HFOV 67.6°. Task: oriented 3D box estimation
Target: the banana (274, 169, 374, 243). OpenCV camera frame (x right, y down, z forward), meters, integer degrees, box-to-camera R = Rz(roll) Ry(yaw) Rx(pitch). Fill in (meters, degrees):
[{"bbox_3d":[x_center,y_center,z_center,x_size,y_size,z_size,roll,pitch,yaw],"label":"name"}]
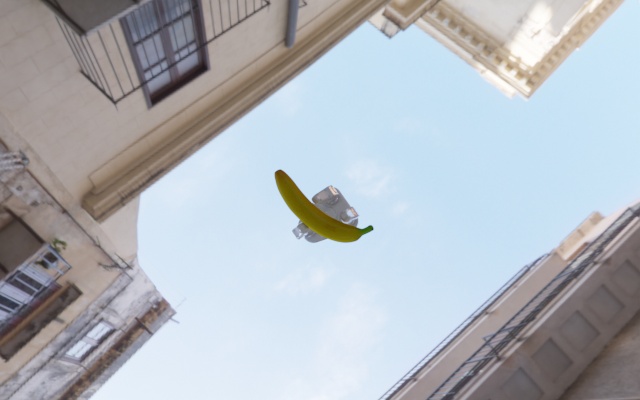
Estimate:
[{"bbox_3d":[-0.005,0.020,0.825,0.198,0.070,0.037,31,22,10],"label":"banana"}]
